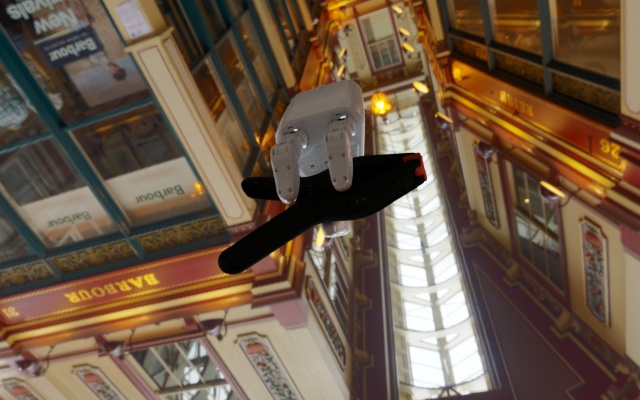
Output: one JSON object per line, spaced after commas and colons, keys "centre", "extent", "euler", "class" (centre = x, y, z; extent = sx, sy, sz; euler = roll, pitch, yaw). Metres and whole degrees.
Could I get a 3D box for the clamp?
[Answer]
{"centre": [0.001, 0.002, 0.471], "extent": [0.210, 0.036, 0.164], "euler": [-13, 29, 14], "class": "clamp"}
